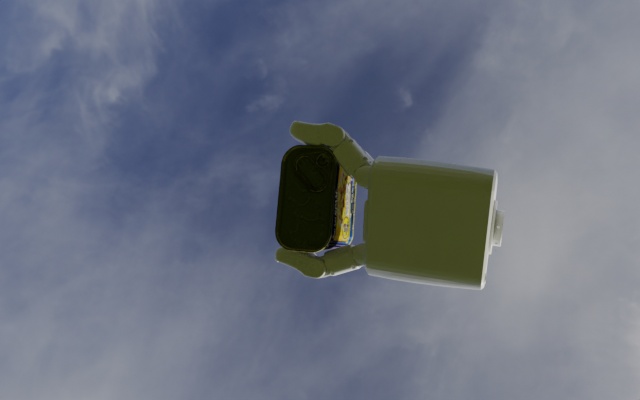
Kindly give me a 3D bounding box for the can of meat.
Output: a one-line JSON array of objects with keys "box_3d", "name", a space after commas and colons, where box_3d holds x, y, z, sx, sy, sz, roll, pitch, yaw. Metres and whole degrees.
[{"box_3d": [0.000, 0.002, 0.488, 0.057, 0.102, 0.084, 3, -5, 21], "name": "can of meat"}]
